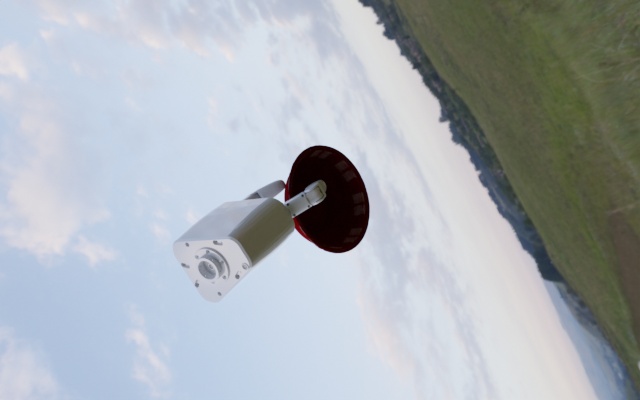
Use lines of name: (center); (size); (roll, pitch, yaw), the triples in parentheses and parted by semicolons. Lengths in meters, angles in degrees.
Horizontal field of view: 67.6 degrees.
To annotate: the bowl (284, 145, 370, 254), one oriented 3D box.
bowl: (0.001, 0.002, 0.710); (0.162, 0.162, 0.055); (0, -13, -43)
